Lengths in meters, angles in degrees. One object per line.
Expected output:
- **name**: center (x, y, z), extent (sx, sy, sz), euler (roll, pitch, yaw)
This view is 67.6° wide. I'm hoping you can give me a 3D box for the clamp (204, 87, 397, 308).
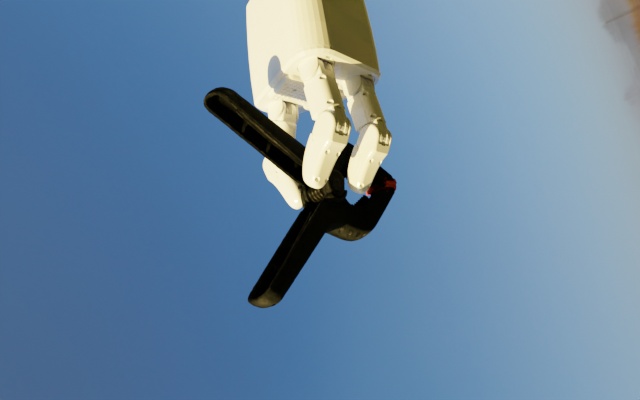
- **clamp**: center (0.000, 0.001, 0.409), extent (0.036, 0.164, 0.210), euler (-20, -17, 40)
